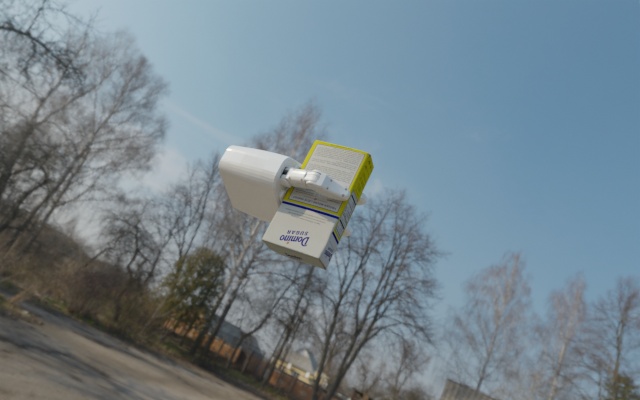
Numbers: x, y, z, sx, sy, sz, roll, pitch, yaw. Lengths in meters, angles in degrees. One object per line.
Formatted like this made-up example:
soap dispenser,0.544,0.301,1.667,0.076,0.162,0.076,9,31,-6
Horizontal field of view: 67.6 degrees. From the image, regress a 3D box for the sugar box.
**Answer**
sugar box,0.000,0.002,0.677,0.093,0.176,0.048,16,-22,25
